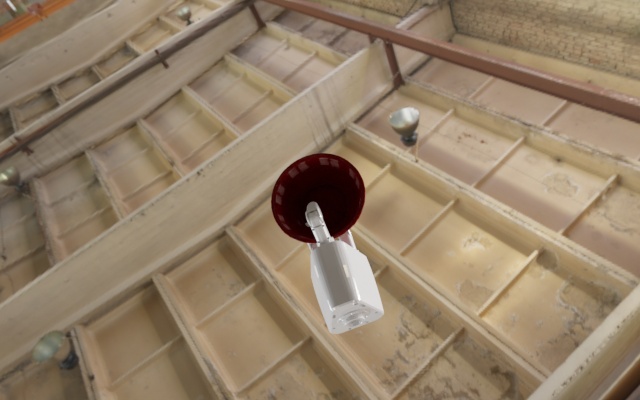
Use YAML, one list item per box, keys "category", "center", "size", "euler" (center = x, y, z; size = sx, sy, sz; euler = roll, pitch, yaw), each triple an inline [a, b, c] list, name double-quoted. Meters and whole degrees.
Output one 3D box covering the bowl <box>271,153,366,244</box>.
- category: "bowl"
  center: [0.000, 0.002, 0.817]
  size: [0.162, 0.162, 0.055]
  euler: [0, -20, 13]
